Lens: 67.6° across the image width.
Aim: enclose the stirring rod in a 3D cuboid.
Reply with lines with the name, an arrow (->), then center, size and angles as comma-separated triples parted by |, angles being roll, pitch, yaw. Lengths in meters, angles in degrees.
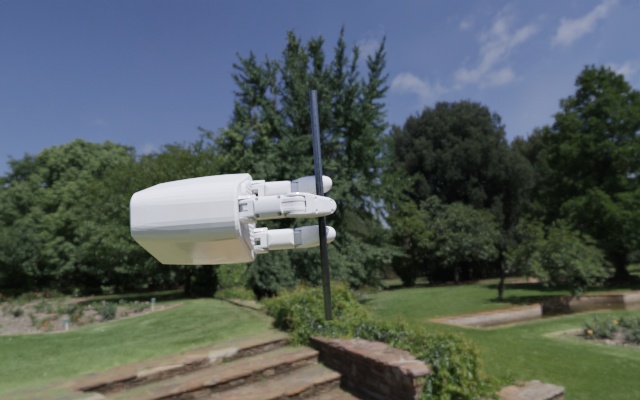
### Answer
stirring rod -> 0.000, 0.002, 0.496 | 0.011, 0.239, 0.011 | -4, -8, -1
